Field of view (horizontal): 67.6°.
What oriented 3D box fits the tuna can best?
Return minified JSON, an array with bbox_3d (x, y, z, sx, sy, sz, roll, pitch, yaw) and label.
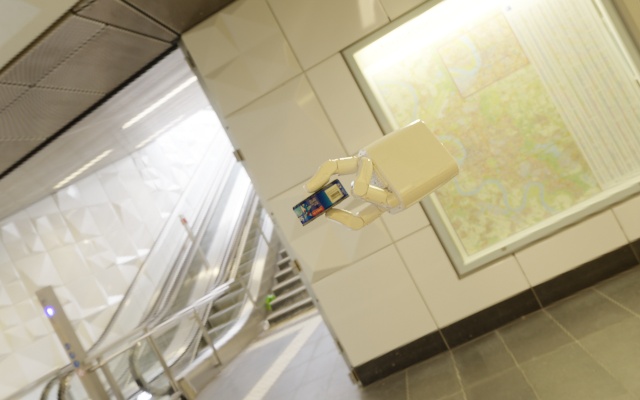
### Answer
[{"bbox_3d":[0.000,0.002,0.729,0.086,0.034,0.086,-33,0,0],"label":"tuna can"}]
